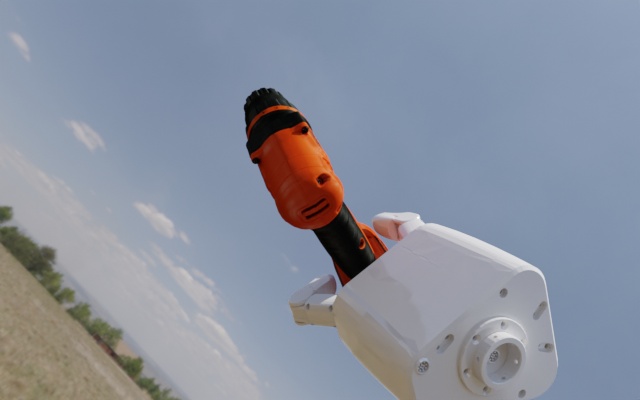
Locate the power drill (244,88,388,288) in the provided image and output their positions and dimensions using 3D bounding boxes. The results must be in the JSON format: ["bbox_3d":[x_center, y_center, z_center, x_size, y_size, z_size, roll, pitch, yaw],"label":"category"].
[{"bbox_3d":[0.000,0.002,0.417,0.057,0.188,0.184,-32,37,5],"label":"power drill"}]
